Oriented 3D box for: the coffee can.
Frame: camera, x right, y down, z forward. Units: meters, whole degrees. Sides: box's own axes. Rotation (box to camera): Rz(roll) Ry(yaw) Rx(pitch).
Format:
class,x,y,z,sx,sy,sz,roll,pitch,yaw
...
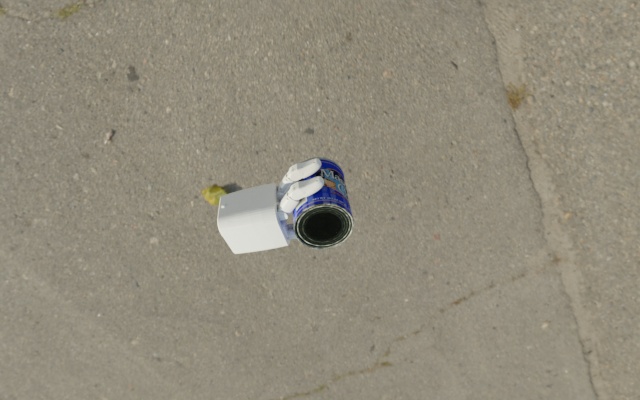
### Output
class,x,y,z,sx,sy,sz,roll,pitch,yaw
coffee can,0.000,0.003,0.857,0.103,0.103,0.140,0,38,-6
